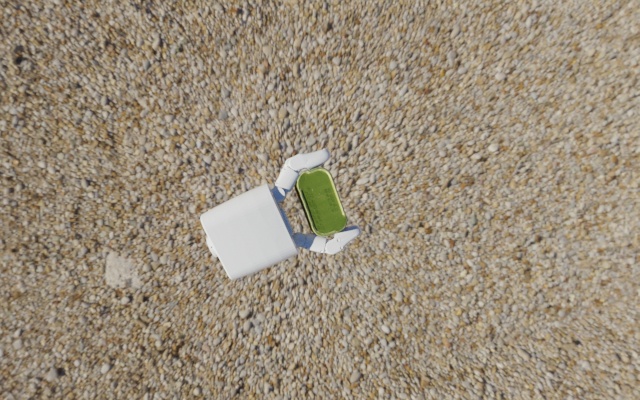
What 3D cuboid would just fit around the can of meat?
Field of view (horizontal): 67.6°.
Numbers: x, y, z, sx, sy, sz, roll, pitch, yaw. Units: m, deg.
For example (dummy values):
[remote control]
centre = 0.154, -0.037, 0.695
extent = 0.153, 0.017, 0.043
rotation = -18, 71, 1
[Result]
[can of meat]
centre = 0.000, 0.002, 0.702
extent = 0.057, 0.102, 0.084
rotation = -21, 1, -3
